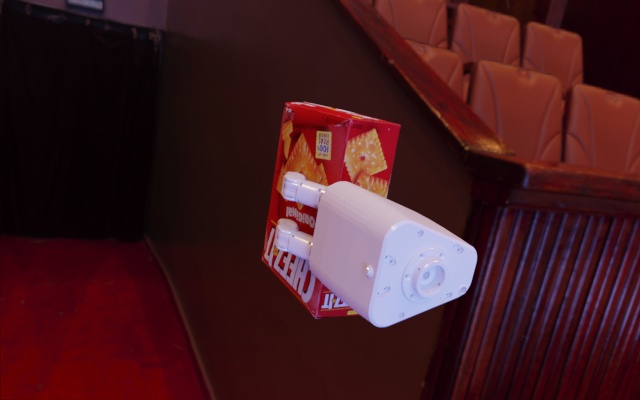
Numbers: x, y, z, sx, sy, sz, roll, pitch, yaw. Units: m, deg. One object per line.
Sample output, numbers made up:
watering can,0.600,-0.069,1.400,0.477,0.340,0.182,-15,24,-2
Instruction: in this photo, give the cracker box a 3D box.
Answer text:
cracker box,0.000,0.002,0.554,0.072,0.214,0.164,2,16,-29
